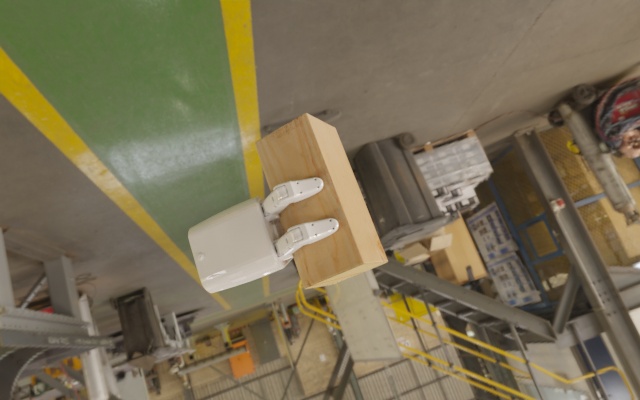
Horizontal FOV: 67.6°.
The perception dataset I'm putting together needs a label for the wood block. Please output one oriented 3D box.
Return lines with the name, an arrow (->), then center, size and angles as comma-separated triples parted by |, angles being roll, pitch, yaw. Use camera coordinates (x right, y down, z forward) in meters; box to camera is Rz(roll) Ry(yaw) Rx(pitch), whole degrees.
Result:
wood block -> 0.000, 0.002, 0.636 | 0.090, 0.206, 0.091 | -26, -16, 22
